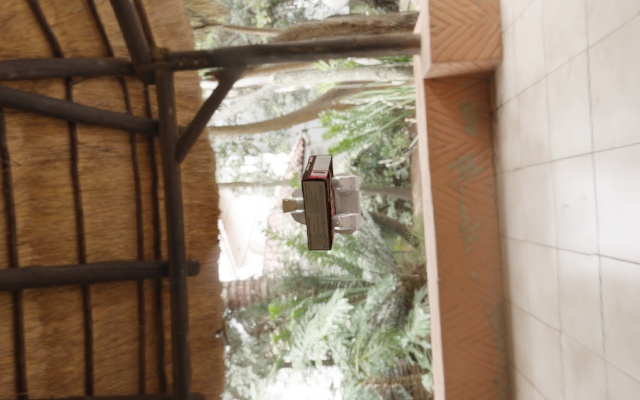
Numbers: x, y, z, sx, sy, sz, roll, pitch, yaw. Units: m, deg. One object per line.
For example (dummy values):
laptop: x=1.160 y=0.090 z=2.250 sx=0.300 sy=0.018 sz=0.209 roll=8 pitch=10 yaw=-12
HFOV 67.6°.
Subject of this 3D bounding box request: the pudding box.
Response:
pudding box: x=0.000 y=0.002 z=0.682 sx=0.039 sy=0.113 sz=0.090 roll=-3 pitch=27 yaw=7
